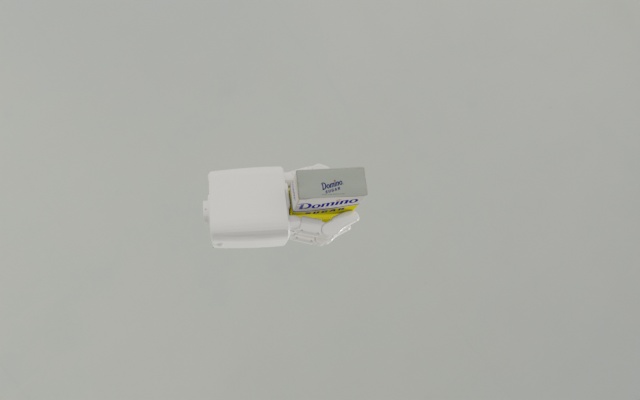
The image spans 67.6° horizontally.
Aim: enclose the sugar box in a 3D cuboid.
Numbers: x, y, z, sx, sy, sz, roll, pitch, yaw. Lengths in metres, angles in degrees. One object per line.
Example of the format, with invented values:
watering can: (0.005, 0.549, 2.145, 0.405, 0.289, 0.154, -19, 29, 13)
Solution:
sugar box: (0.000, 0.003, 0.687, 0.093, 0.048, 0.176, -4, -13, -11)
